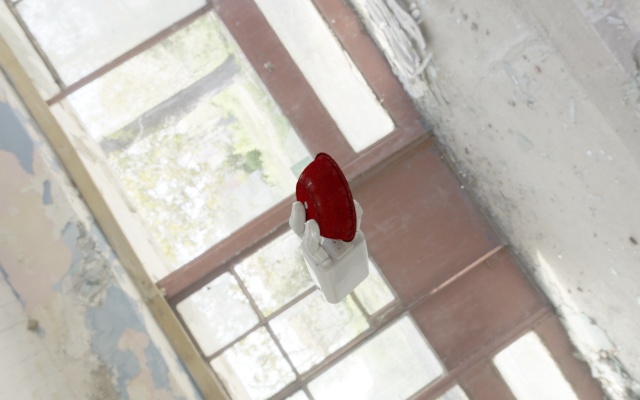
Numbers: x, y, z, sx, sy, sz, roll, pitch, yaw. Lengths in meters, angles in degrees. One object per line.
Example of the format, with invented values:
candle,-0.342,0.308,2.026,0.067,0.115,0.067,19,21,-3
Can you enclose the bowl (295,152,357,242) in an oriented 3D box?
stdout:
bowl,0.000,0.002,0.810,0.055,0.162,0.162,-18,6,-19
